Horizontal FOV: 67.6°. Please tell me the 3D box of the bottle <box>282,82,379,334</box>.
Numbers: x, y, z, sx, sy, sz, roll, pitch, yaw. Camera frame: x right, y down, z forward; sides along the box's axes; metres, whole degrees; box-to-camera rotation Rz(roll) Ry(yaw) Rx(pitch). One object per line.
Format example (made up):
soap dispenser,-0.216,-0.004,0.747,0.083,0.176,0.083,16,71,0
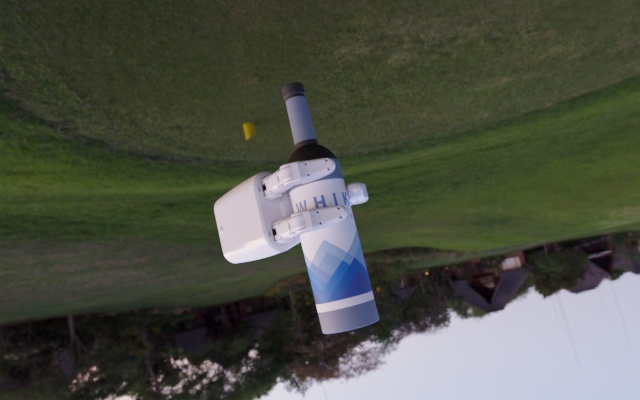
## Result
bottle,0.000,0.002,0.565,0.069,0.295,0.069,-14,-8,-2
